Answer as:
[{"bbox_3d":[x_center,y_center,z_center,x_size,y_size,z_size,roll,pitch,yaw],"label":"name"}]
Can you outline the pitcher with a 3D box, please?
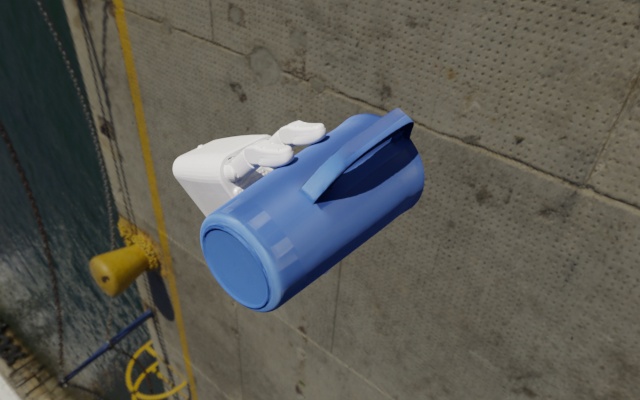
[{"bbox_3d":[0.000,0.002,0.505,0.145,0.149,0.242,8,32,41],"label":"pitcher"}]
